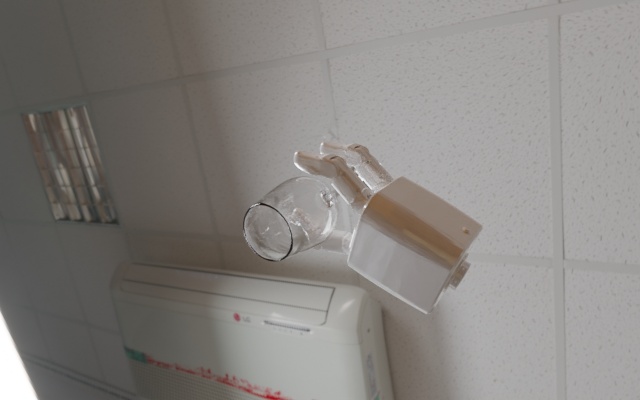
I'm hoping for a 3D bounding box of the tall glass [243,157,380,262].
[{"bbox_3d":[0.000,0.002,0.548,0.079,0.079,0.201,0,18,34],"label":"tall glass"}]
